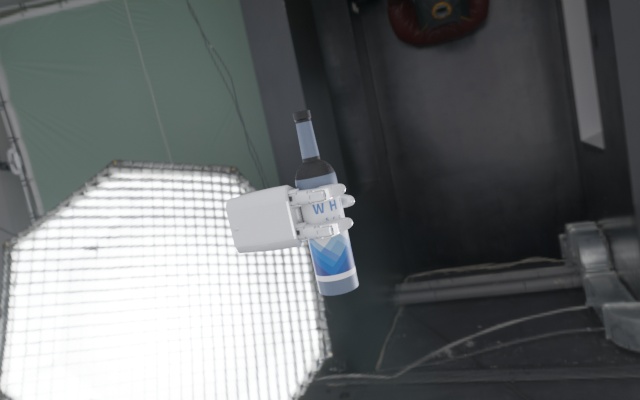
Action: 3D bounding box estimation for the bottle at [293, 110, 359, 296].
[{"bbox_3d":[0.000,0.003,0.770,0.069,0.296,0.069,-12,8,2],"label":"bottle"}]
